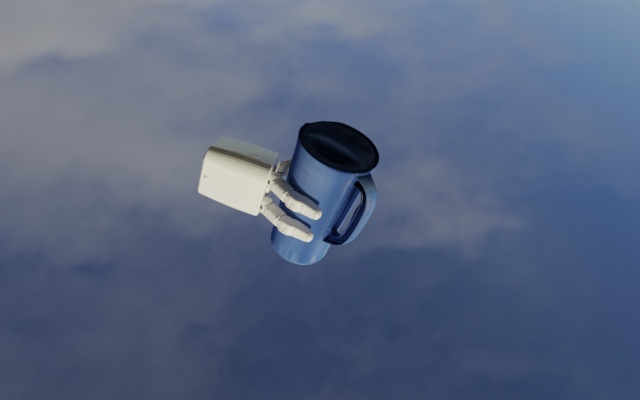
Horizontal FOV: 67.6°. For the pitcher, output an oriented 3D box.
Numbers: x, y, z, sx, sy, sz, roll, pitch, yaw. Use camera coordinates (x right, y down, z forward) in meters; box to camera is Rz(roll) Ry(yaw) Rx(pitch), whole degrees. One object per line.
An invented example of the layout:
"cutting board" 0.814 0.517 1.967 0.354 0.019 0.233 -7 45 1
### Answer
"pitcher" 0.000 0.003 0.804 0.145 0.243 0.149 19 39 -4
